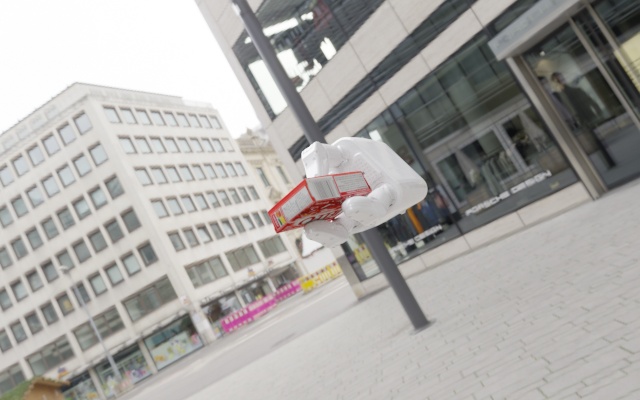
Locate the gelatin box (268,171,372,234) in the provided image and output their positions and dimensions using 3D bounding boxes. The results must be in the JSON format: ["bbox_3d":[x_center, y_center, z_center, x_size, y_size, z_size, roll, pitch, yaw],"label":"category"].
[{"bbox_3d":[0.000,0.001,0.508,0.089,0.030,0.073,-10,-20,-45],"label":"gelatin box"}]
